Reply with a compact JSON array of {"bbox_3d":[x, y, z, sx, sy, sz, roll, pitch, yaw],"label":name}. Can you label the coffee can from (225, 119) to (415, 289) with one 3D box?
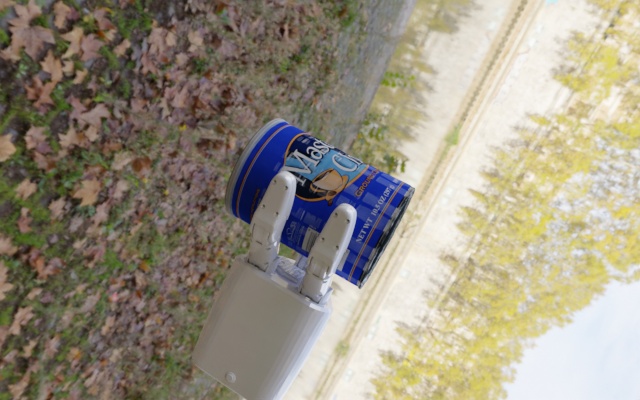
[{"bbox_3d":[0.000,0.001,0.437,0.140,0.103,0.103,29,6,12],"label":"coffee can"}]
